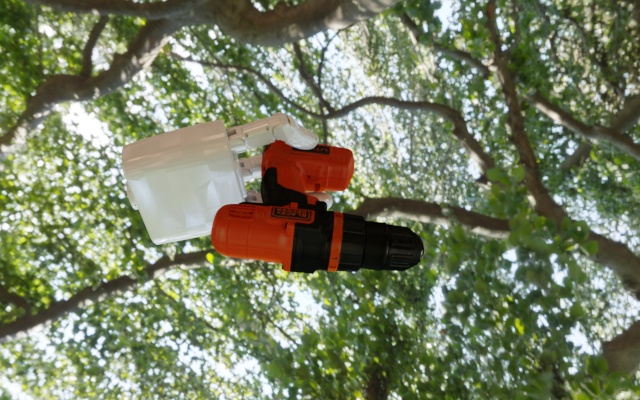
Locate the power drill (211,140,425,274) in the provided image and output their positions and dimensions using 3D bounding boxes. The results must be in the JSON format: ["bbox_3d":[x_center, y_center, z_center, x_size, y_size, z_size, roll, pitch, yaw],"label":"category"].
[{"bbox_3d":[0.000,0.001,0.475,0.184,0.057,0.187,8,27,-3],"label":"power drill"}]
